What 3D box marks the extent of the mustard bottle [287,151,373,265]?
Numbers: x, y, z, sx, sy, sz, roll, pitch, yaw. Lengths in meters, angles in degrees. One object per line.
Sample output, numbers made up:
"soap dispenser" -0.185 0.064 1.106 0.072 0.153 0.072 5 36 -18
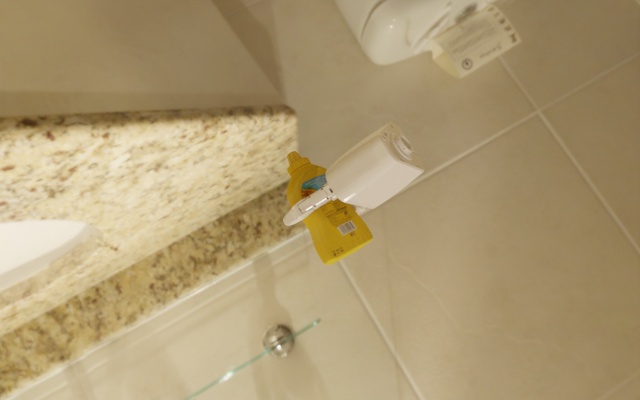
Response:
"mustard bottle" 0.000 0.003 0.775 0.096 0.191 0.058 -24 -12 -36
